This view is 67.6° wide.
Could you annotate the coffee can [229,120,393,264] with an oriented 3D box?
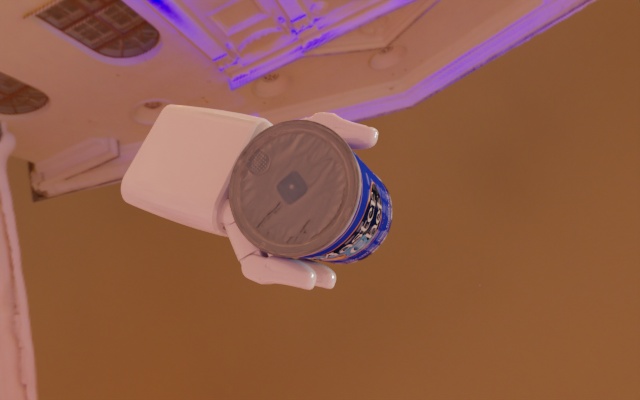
[{"bbox_3d":[0.000,0.001,0.412,0.103,0.103,0.140,0,-9,18],"label":"coffee can"}]
